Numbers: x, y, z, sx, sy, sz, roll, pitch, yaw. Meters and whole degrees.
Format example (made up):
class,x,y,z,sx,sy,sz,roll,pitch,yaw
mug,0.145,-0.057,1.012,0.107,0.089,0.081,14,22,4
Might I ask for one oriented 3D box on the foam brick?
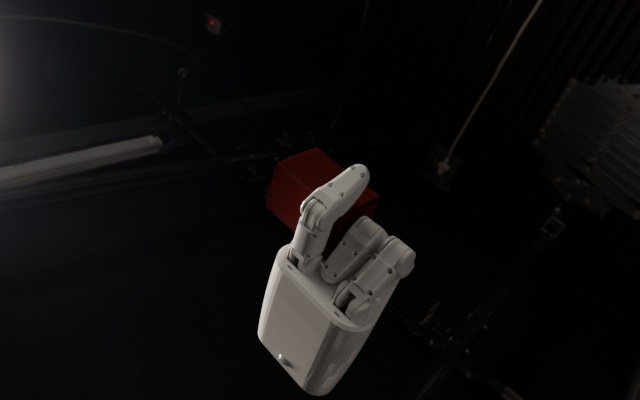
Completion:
class,x,y,z,sx,sy,sz,roll,pitch,yaw
foam brick,0.000,0.001,0.410,0.053,0.051,0.078,-24,55,-42
